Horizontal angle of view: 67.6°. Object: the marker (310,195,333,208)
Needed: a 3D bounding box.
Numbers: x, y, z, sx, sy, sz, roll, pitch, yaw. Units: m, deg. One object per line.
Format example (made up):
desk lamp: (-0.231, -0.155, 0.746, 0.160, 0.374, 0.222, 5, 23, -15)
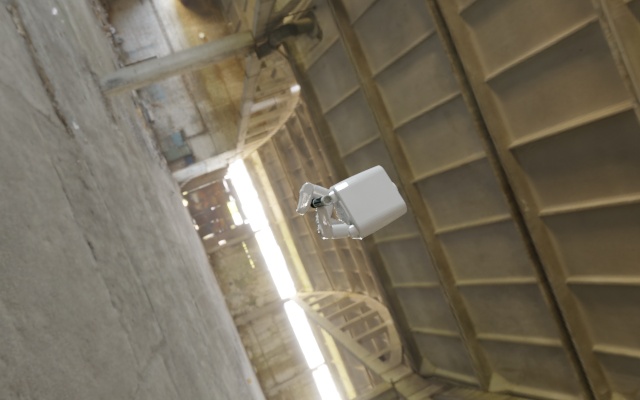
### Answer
marker: (0.000, 0.003, 0.861, 0.020, 0.020, 0.121, 0, -3, -12)
